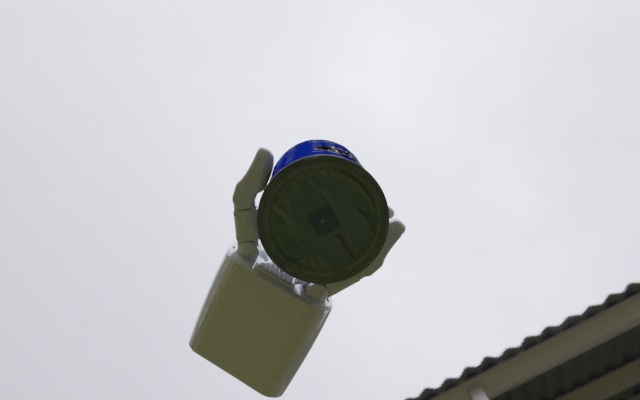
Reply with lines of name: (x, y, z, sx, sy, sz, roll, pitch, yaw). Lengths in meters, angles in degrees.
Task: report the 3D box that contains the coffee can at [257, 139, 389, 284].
coffee can: (0.000, 0.001, 0.434, 0.103, 0.103, 0.140, 0, 12, -2)
